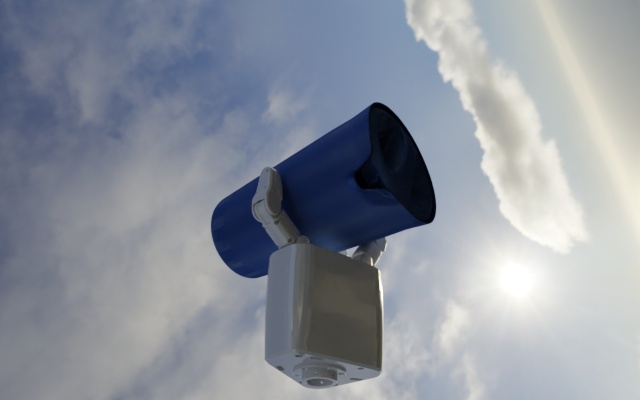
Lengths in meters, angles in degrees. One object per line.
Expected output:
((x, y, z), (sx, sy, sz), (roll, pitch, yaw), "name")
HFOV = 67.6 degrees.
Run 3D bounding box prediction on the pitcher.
((0.000, 0.002, 0.545), (0.243, 0.145, 0.149), (-25, -45, 30), "pitcher")
